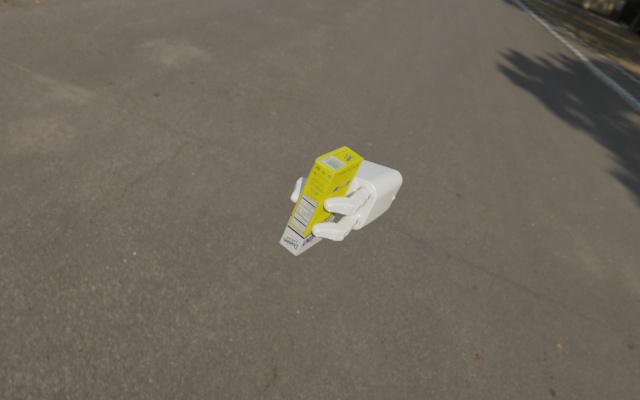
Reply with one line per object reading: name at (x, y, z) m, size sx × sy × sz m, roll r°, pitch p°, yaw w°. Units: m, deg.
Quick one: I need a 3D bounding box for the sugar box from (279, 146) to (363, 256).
sugar box at (0.001, 0.003, 0.783) m, size 0.048 × 0.176 × 0.093 m, roll 35°, pitch 34°, yaw 20°
